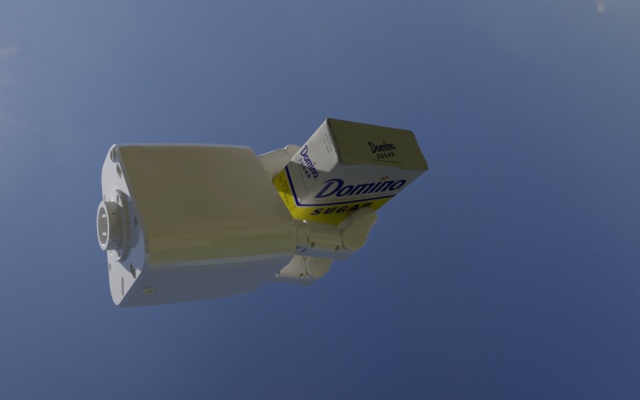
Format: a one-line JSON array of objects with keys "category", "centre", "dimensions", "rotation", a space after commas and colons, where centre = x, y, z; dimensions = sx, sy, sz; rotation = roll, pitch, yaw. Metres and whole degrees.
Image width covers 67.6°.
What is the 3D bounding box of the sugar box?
[{"category": "sugar box", "centre": [0.000, 0.002, 0.420], "dimensions": [0.093, 0.048, 0.176], "rotation": [1, -28, -36]}]
